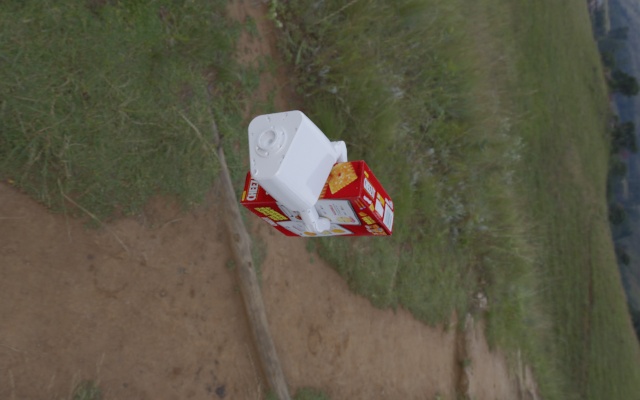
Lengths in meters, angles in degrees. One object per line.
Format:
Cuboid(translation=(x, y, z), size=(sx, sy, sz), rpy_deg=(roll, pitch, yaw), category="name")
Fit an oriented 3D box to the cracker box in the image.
Cuboid(translation=(0.000, 0.003, 0.815), size=(0.213, 0.072, 0.164), rpy_deg=(-2, -25, 26), category="cracker box")
